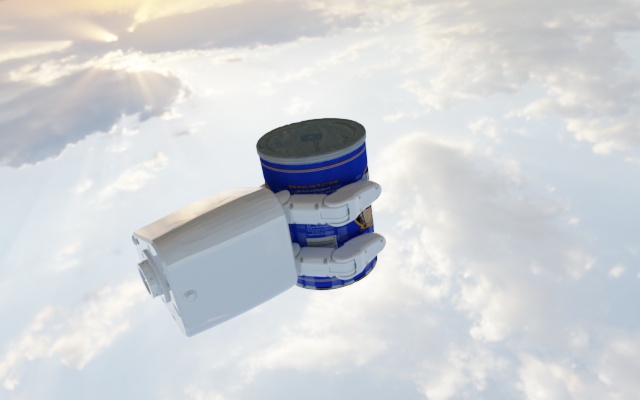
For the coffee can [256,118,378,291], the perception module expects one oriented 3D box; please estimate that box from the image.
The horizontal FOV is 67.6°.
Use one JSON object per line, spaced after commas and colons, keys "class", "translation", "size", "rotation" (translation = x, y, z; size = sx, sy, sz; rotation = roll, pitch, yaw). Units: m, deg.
{"class": "coffee can", "translation": [0.000, 0.001, 0.471], "size": [0.103, 0.140, 0.102], "rotation": [-7, 27, 4]}
